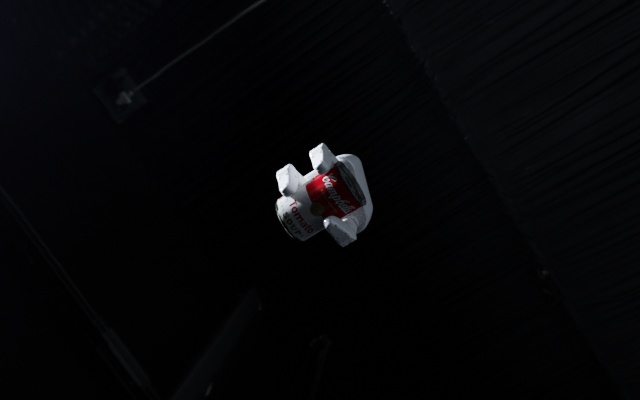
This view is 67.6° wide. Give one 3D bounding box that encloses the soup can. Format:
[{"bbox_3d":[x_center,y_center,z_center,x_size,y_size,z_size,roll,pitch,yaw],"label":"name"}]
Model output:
[{"bbox_3d":[0.000,0.002,0.635,0.102,0.068,0.068,-31,-9,15],"label":"soup can"}]
